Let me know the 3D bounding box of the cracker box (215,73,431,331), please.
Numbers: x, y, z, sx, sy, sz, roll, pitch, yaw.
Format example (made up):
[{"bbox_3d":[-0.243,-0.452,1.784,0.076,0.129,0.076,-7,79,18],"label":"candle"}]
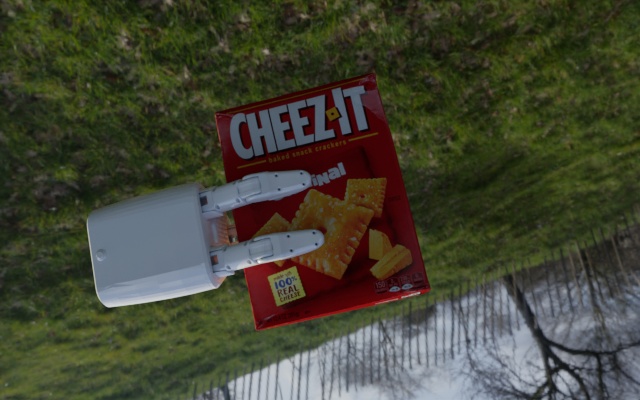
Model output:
[{"bbox_3d":[0.000,0.002,0.466,0.164,0.213,0.072,-13,-9,3],"label":"cracker box"}]
